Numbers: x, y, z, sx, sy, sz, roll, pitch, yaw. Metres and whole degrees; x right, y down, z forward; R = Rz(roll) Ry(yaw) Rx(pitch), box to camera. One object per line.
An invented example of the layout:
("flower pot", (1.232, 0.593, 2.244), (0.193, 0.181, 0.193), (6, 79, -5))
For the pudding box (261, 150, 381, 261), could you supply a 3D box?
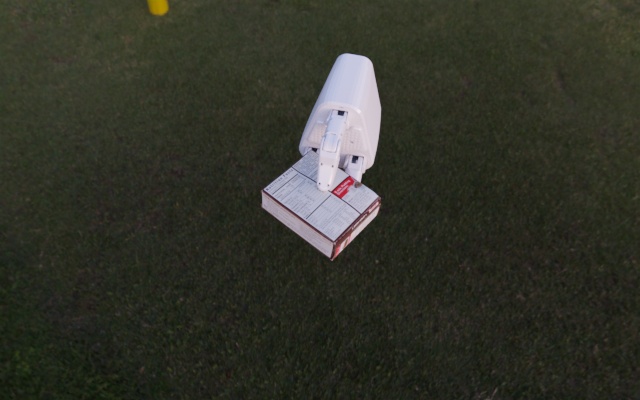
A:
("pudding box", (0.000, 0.002, 0.558), (0.113, 0.039, 0.090), (35, 59, 22))
